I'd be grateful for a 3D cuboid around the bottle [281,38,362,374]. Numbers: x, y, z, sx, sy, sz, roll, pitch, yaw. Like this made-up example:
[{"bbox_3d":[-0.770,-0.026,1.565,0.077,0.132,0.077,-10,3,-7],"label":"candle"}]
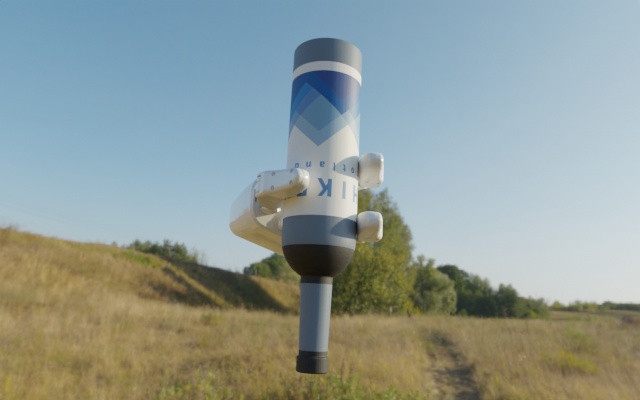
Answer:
[{"bbox_3d":[0.000,0.001,0.435,0.069,0.295,0.069,3,-13,1],"label":"bottle"}]
